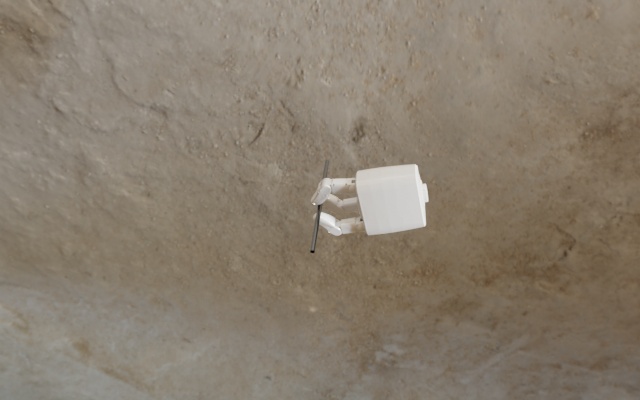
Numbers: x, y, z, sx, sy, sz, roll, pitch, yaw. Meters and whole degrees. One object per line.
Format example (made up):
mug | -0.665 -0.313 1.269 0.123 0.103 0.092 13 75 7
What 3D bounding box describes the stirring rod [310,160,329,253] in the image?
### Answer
stirring rod | 0.000 0.003 0.879 0.011 0.011 0.239 0 43 9
